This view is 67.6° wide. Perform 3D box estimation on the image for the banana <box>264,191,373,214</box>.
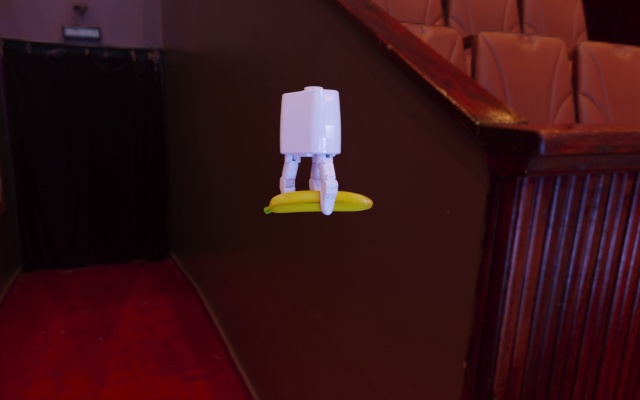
[{"bbox_3d":[-0.002,0.002,0.841,0.198,0.037,0.069,-1,-3,-2],"label":"banana"}]
